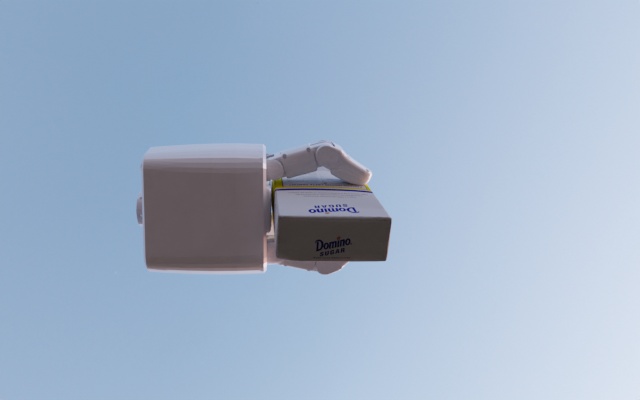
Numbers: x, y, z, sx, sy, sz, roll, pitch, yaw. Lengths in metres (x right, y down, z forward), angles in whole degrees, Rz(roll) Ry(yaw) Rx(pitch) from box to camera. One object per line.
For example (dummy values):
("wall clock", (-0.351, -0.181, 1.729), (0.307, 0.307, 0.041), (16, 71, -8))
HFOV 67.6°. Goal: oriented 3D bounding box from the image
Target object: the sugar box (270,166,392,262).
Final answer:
("sugar box", (0.000, 0.002, 0.455), (0.093, 0.048, 0.176), (2, 22, -7))
